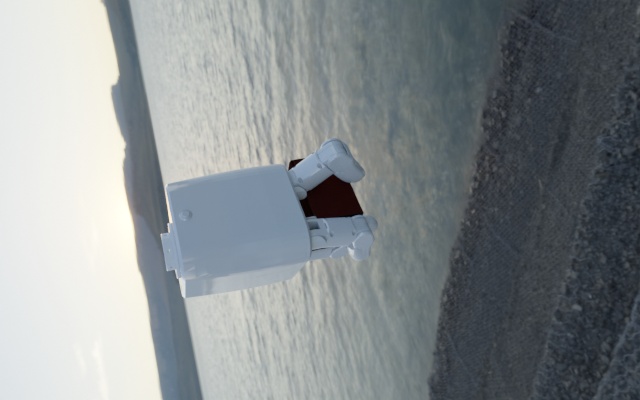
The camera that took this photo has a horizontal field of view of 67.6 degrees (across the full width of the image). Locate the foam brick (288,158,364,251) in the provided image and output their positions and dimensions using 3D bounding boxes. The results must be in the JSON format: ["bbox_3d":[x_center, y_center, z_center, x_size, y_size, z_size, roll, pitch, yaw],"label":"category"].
[{"bbox_3d":[0.000,0.001,0.469,0.051,0.078,0.053,-9,-36,-20],"label":"foam brick"}]
